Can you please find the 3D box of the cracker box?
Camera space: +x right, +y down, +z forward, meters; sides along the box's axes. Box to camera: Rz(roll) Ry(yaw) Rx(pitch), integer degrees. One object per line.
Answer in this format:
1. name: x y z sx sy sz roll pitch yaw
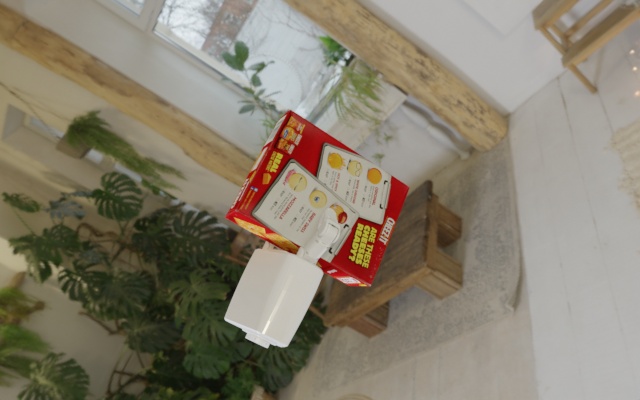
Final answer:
1. cracker box: 0.000 0.002 0.675 0.214 0.164 0.072 31 -20 -17
